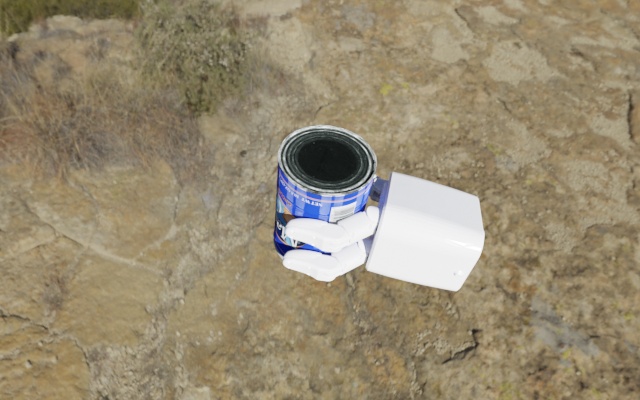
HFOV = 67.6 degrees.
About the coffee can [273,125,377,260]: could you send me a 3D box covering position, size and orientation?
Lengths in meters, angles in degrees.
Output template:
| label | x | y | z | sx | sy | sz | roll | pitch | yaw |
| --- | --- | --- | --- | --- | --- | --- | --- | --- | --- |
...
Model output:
| label | x | y | z | sx | sy | sz | roll | pitch | yaw |
| --- | --- | --- | --- | --- | --- | --- | --- | --- | --- |
| coffee can | 0.000 | 0.002 | 0.538 | 0.103 | 0.102 | 0.140 | 0 | -41 | -8 |
